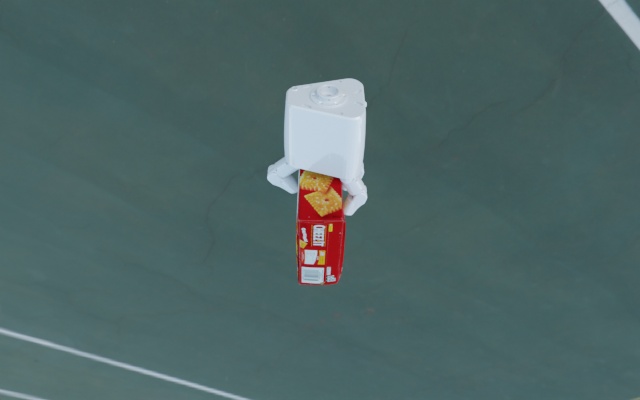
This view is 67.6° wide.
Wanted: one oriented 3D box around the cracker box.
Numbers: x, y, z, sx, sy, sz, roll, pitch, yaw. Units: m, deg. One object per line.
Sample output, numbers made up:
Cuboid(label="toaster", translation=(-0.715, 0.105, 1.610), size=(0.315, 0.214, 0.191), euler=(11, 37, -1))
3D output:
Cuboid(label="cracker box", translation=(0.000, 0.003, 0.766), size=(0.072, 0.213, 0.164), euler=(1, -42, -1))
